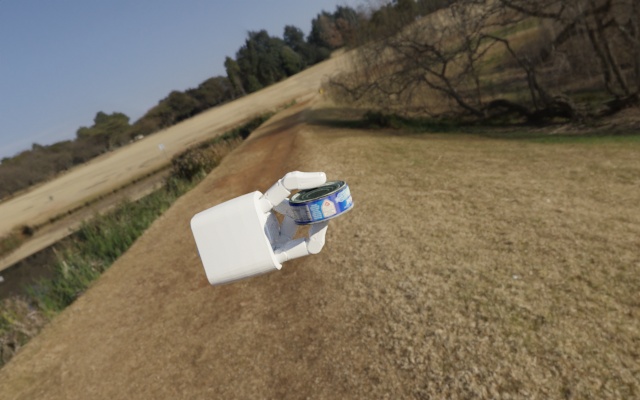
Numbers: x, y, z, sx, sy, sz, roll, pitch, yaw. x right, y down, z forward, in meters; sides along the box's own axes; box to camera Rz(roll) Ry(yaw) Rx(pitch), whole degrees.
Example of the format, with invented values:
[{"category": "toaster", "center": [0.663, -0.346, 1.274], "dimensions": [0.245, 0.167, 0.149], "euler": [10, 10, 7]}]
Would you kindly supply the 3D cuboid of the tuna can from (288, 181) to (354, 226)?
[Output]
[{"category": "tuna can", "center": [0.000, 0.002, 0.655], "dimensions": [0.086, 0.034, 0.086], "euler": [-17, 13, 4]}]
